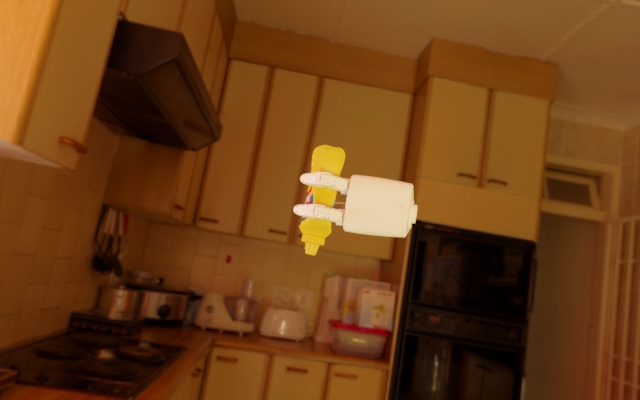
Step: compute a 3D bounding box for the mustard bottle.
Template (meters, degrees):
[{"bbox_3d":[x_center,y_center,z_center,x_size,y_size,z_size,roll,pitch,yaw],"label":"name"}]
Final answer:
[{"bbox_3d":[0.000,0.002,0.859,0.058,0.191,0.096,11,-8,-9],"label":"mustard bottle"}]
